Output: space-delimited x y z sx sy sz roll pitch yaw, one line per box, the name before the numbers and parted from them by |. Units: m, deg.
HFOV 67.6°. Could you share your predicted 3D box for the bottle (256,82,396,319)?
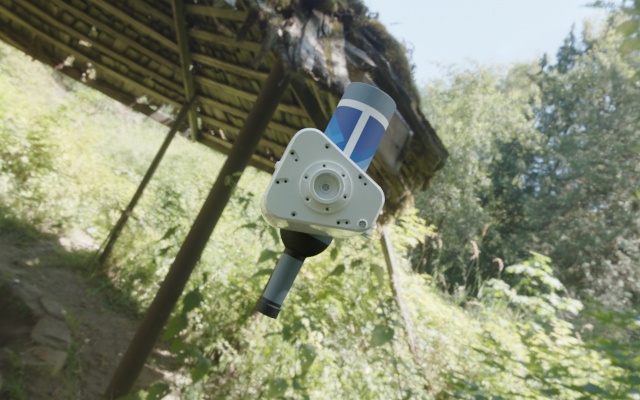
bottle | 0.000 0.002 0.577 0.069 0.295 0.069 26 -7 4
